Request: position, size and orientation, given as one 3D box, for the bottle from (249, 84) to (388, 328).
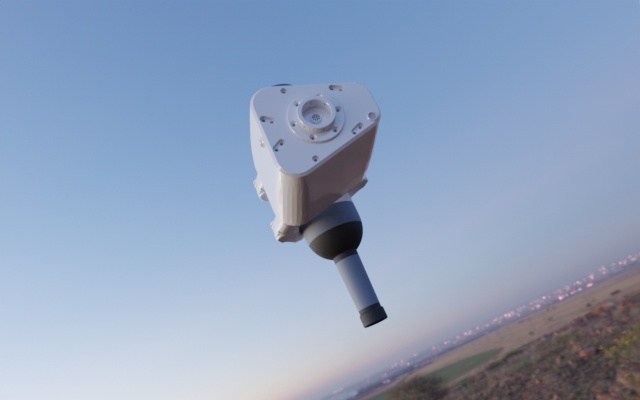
[{"bbox_3d":[0.000,0.002,0.546,0.069,0.295,0.069,-22,-20,-8],"label":"bottle"}]
